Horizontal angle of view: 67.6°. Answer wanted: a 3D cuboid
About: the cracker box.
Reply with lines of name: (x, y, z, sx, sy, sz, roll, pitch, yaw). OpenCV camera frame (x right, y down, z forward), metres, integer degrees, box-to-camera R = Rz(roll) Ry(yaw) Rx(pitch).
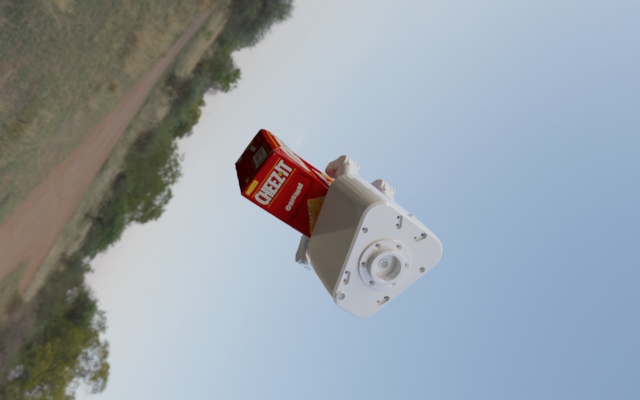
cracker box: (0.000, 0.002, 0.612, 0.214, 0.072, 0.164, 35, 6, -20)
